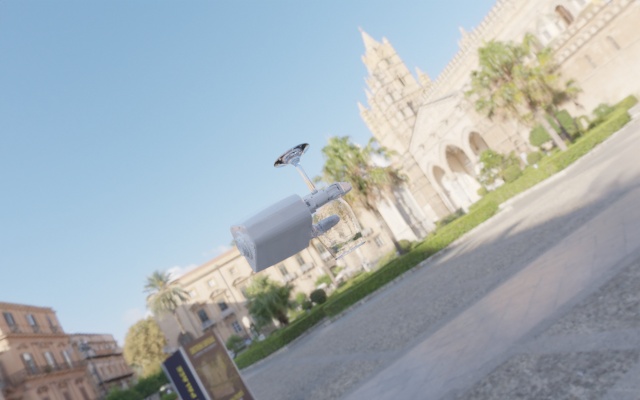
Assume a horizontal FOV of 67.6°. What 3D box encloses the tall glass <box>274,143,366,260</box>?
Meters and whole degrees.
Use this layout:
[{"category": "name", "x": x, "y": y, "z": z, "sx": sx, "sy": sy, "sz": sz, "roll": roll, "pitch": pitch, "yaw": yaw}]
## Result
[{"category": "tall glass", "x": 0.000, "y": 0.002, "z": 0.830, "sx": 0.079, "sy": 0.201, "sz": 0.079, "roll": -31, "pitch": -10, "yaw": -6}]
